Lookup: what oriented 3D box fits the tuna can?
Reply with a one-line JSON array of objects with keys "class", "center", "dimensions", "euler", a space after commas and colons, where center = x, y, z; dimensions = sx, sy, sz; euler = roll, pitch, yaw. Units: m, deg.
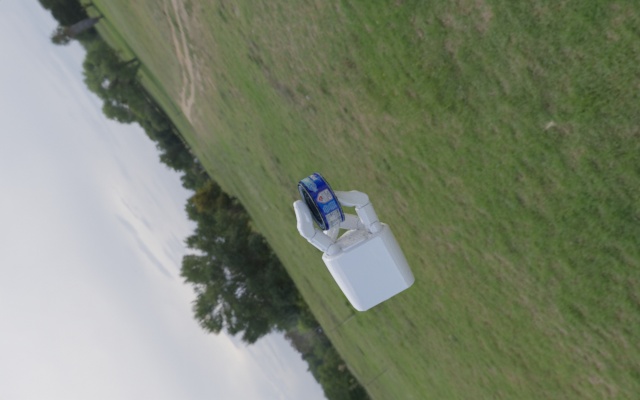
[{"class": "tuna can", "center": [0.000, 0.003, 0.715], "dimensions": [0.034, 0.086, 0.086], "euler": [-30, 6, -10]}]
